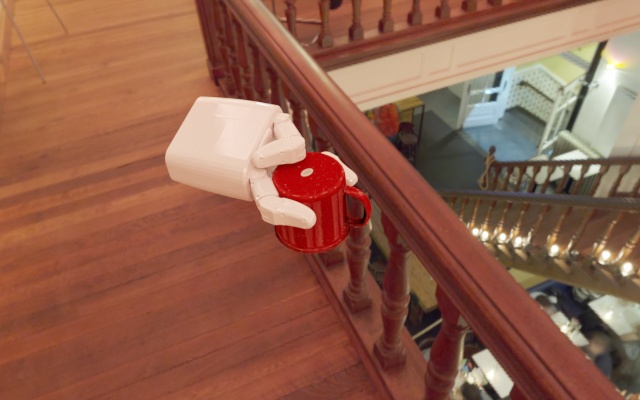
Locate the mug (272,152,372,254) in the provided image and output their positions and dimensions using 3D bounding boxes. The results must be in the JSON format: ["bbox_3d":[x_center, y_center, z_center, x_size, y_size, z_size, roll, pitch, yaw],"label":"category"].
[{"bbox_3d":[0.001,0.002,0.540,0.117,0.082,0.093,12,46,16],"label":"mug"}]
